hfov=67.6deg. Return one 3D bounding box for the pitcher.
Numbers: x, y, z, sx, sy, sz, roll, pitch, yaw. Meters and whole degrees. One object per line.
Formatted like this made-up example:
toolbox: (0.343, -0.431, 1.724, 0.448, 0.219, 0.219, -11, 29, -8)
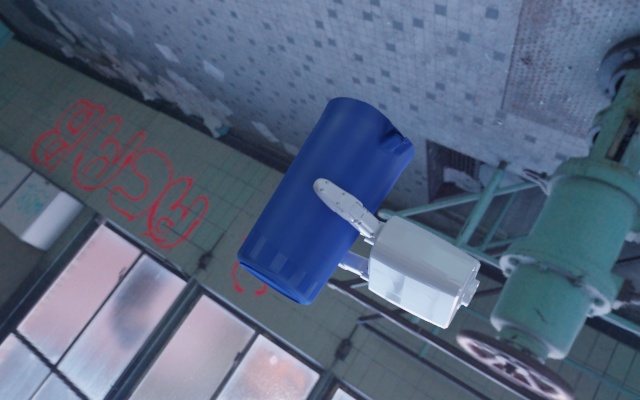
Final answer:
pitcher: (0.000, 0.002, 0.608, 0.145, 0.242, 0.149, 28, -16, 20)
